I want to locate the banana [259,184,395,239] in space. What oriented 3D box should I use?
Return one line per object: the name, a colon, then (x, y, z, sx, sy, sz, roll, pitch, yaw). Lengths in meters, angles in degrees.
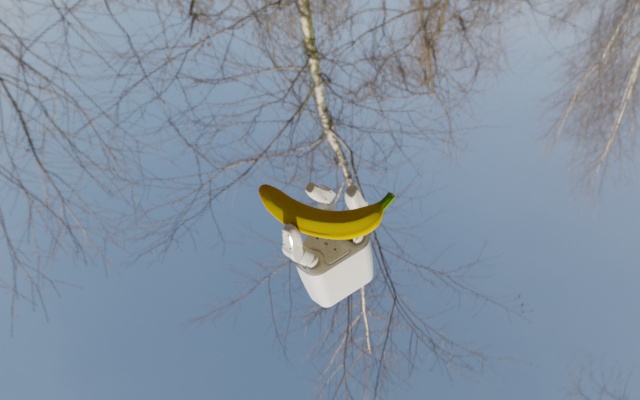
banana: (-0.002, 0.017, 0.643, 0.198, 0.069, 0.037, 5, -35, 20)
